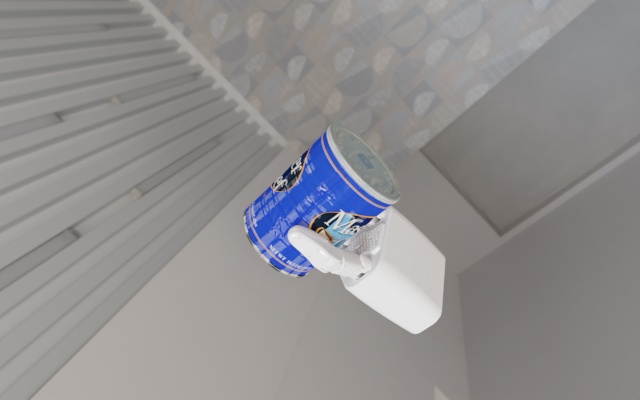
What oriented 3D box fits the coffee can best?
[{"bbox_3d":[0.000,0.002,0.513,0.140,0.102,0.103,-42,-20,24],"label":"coffee can"}]
